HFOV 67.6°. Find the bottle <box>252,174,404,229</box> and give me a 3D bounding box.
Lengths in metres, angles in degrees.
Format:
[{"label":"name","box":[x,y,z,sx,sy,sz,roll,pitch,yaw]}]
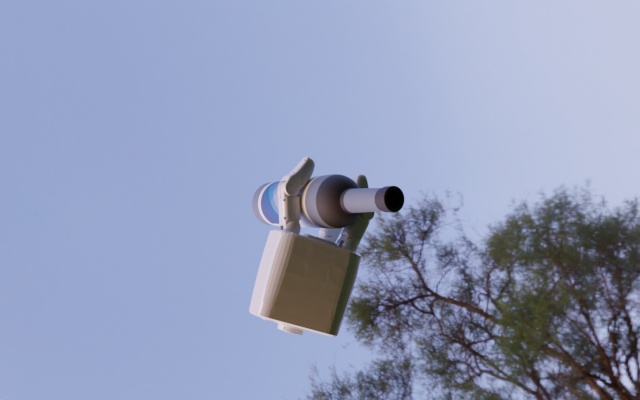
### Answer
[{"label":"bottle","box":[0.000,0.002,0.611,0.069,0.069,0.296,0,-1,-31]}]
